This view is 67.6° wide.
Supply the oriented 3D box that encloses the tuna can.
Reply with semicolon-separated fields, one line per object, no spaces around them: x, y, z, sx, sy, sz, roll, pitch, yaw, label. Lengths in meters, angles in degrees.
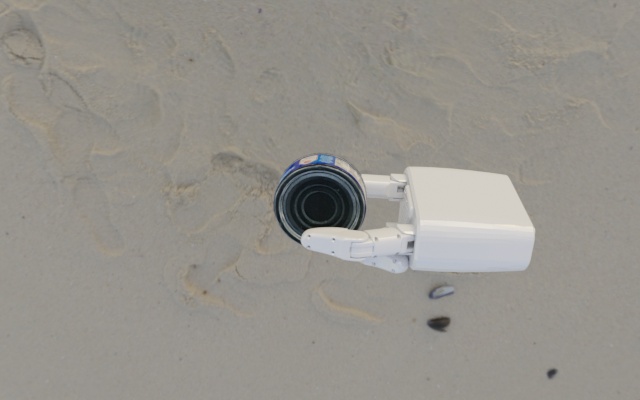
0.000;0.002;0.443;0.086;0.086;0.033;0;22;5;tuna can
